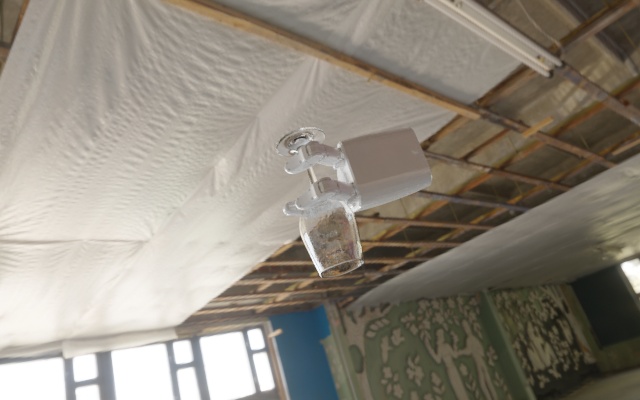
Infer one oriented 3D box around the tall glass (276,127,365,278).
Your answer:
[{"bbox_3d":[0.000,0.002,0.661,0.079,0.201,0.079,-15,-22,-6],"label":"tall glass"}]
